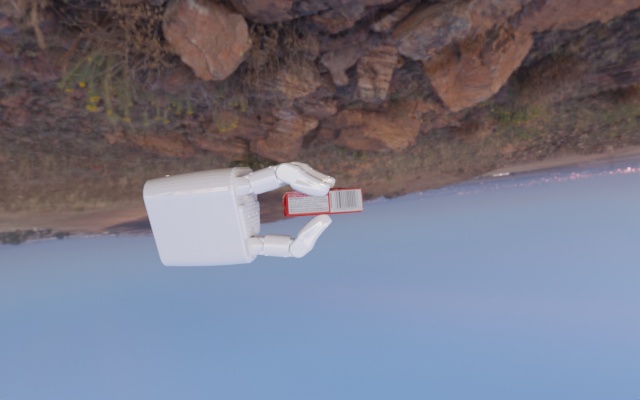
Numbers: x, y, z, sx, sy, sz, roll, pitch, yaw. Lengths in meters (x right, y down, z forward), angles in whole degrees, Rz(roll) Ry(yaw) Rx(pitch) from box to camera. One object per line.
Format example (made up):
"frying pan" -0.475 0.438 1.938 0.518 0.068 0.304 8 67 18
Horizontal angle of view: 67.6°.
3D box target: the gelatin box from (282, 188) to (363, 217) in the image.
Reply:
"gelatin box" 0.000 0.002 0.561 0.089 0.030 0.073 -3 -1 -5
